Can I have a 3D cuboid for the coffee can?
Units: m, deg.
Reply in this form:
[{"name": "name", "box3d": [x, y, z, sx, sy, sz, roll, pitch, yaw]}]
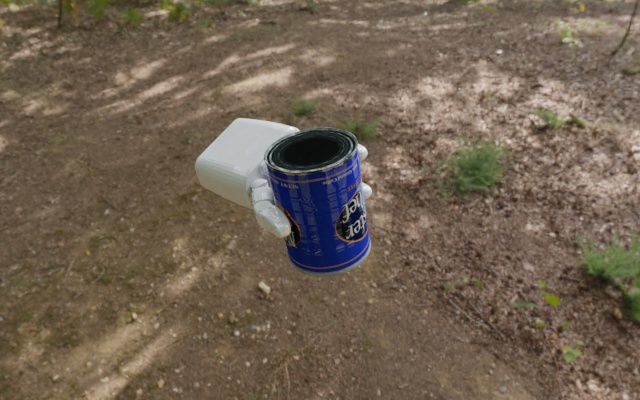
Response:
[{"name": "coffee can", "box3d": [0.000, 0.002, 0.548, 0.103, 0.140, 0.102, -7, 33, 5]}]
